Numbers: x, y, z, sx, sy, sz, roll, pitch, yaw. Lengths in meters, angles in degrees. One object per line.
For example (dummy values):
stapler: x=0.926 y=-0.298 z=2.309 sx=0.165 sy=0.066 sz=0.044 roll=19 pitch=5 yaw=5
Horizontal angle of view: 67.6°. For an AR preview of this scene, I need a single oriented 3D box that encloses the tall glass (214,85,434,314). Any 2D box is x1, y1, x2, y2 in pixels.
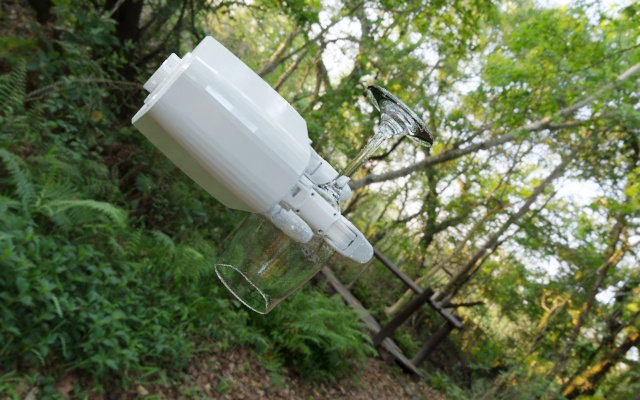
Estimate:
tall glass: x=0.001 y=0.001 z=0.404 sx=0.079 sy=0.201 sz=0.079 roll=42 pitch=1 yaw=-1
